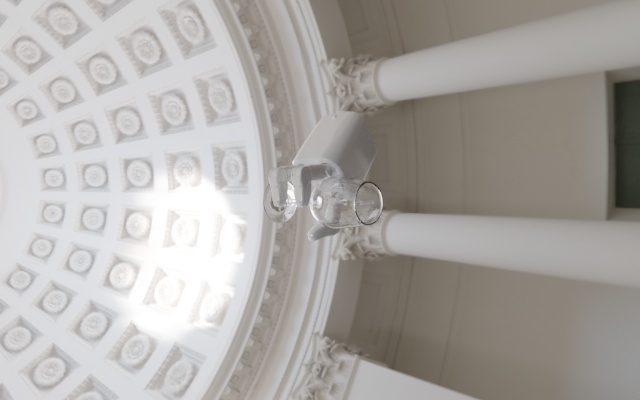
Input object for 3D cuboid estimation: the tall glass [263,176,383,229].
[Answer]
[{"bbox_3d":[0.000,0.003,0.741,0.079,0.079,0.201,0,1,-43],"label":"tall glass"}]
